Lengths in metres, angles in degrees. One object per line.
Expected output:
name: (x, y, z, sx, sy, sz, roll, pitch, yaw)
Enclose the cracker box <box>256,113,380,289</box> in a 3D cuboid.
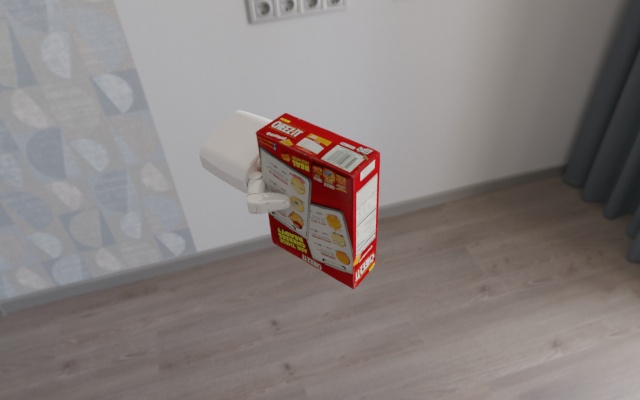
cracker box: (0.000, 0.002, 0.678, 0.164, 0.214, 0.072, 26, 50, 30)
